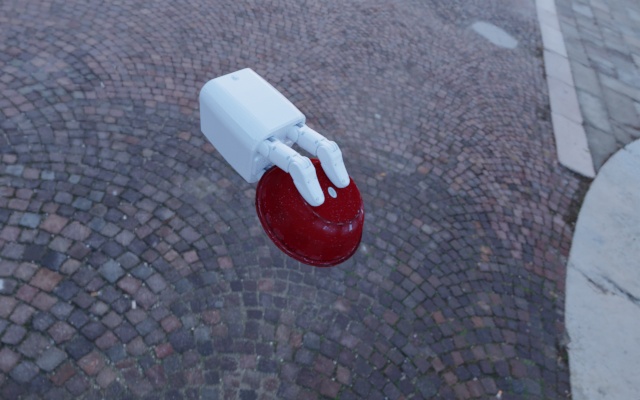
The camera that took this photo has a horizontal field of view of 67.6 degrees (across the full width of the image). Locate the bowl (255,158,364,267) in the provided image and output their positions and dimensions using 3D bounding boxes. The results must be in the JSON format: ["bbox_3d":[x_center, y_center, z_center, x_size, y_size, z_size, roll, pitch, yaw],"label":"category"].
[{"bbox_3d":[0.001,0.003,0.619,0.162,0.162,0.055,0,-29,-33],"label":"bowl"}]
